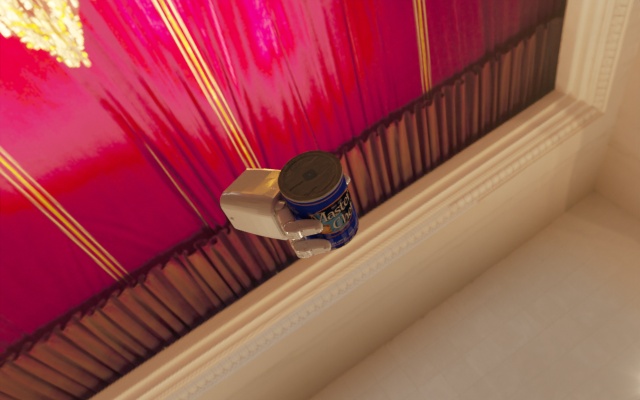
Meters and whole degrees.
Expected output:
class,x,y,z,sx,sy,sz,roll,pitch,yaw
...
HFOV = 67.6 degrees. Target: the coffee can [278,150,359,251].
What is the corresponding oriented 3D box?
class,x,y,z,sx,sy,sz,roll,pitch,yaw
coffee can,0.000,0.002,0.782,0.103,0.102,0.140,0,-38,18
